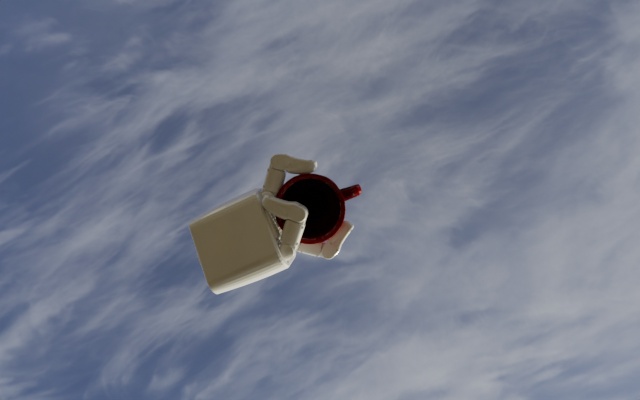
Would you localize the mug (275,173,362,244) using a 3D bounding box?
[{"bbox_3d":[0.001,0.001,0.655,0.117,0.093,0.081,-22,5,7],"label":"mug"}]
